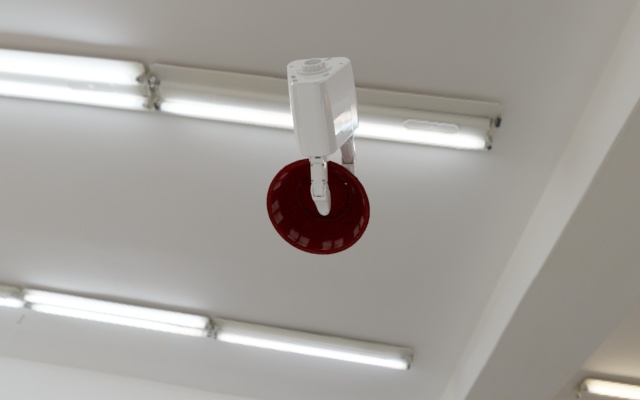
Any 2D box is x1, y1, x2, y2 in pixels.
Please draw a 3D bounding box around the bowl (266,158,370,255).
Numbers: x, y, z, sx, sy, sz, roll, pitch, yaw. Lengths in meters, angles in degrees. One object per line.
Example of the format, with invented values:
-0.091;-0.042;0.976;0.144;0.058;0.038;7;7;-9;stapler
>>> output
0.000;0.003;0.749;0.162;0.162;0.055;0;23;13;bowl
